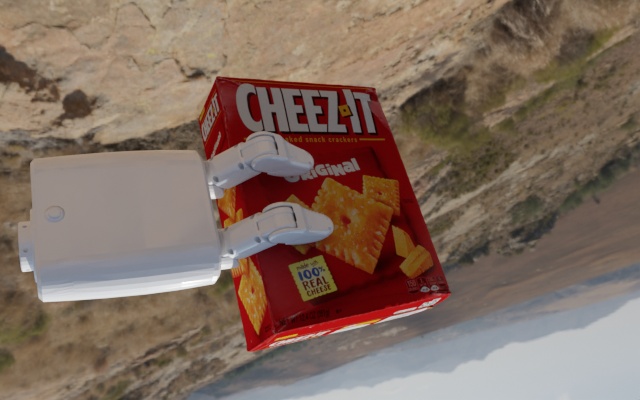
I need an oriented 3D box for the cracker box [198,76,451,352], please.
[{"bbox_3d":[0.000,0.002,0.408,0.164,0.213,0.072,-4,-24,-30],"label":"cracker box"}]
